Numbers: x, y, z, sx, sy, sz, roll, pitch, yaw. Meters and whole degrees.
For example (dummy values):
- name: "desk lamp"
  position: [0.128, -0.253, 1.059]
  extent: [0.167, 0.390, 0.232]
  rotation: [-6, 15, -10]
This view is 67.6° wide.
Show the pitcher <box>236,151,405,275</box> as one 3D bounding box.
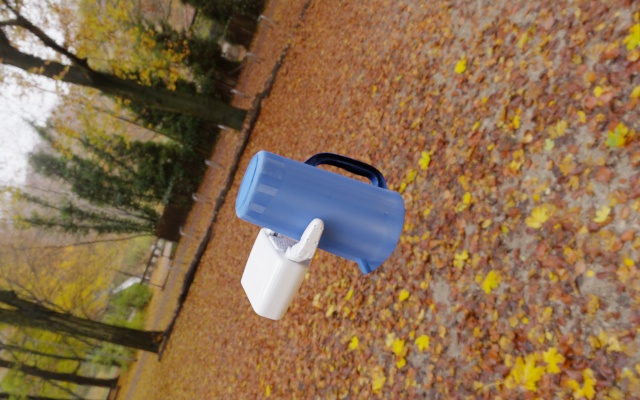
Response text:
- name: "pitcher"
  position: [0.000, 0.003, 0.750]
  extent: [0.243, 0.145, 0.149]
  rotation: [20, 18, -17]
